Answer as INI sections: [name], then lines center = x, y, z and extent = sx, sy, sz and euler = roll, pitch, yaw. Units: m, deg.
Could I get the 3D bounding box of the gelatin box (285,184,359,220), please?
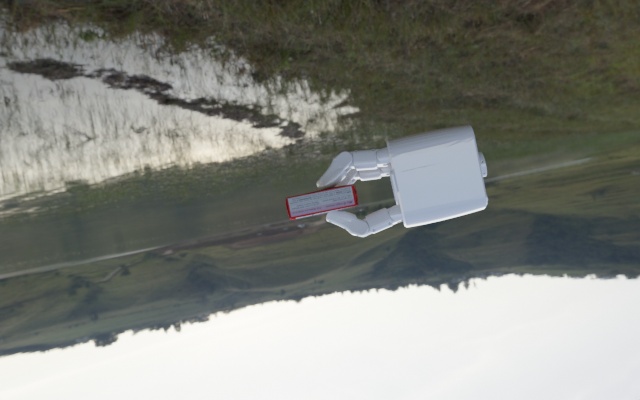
[gelatin box]
center = 0.000, 0.003, 0.617
extent = 0.089, 0.030, 0.073
euler = -12, -2, -4
